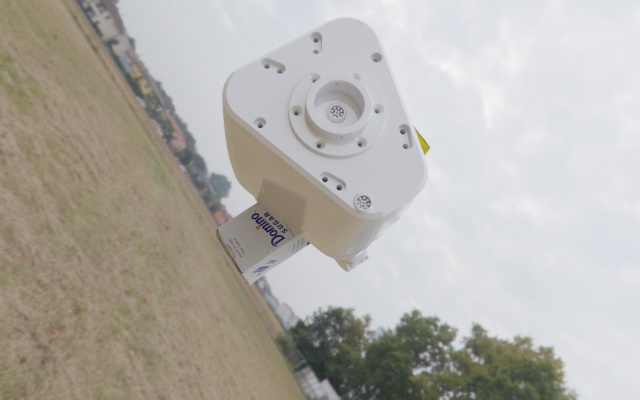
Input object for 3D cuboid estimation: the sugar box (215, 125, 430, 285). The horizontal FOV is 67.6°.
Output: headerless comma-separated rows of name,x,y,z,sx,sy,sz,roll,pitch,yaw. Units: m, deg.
sugar box,0.000,0.001,0.401,0.176,0.048,0.093,-31,-11,-13
